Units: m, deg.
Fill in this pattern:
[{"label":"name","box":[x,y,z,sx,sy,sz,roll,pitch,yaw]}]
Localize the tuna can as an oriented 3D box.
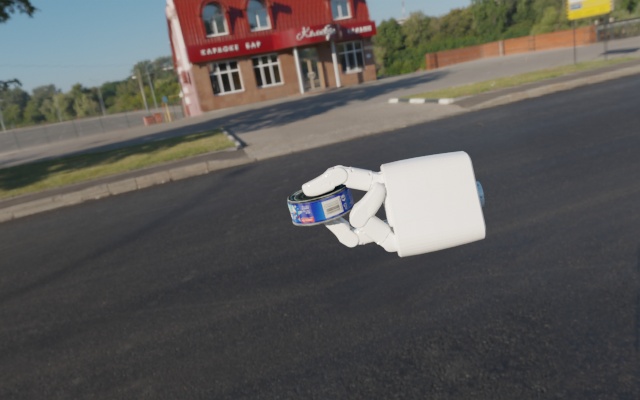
[{"label":"tuna can","box":[0.000,0.002,0.631,0.086,0.034,0.086,-15,15,4]}]
